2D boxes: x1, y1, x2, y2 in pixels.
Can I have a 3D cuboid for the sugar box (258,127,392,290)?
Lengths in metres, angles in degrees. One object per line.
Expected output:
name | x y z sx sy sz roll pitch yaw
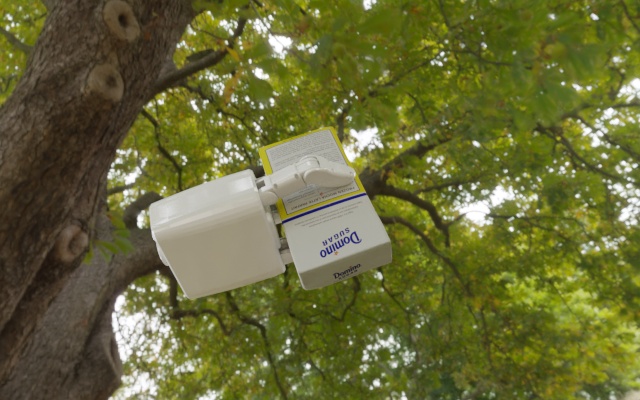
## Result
sugar box | 0.000 0.002 0.505 0.093 0.176 0.048 -18 -37 -4
